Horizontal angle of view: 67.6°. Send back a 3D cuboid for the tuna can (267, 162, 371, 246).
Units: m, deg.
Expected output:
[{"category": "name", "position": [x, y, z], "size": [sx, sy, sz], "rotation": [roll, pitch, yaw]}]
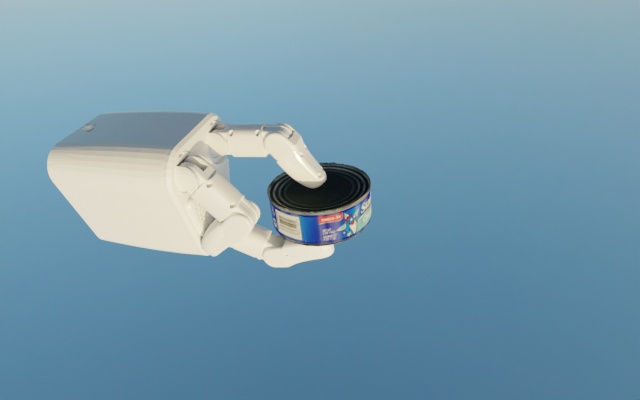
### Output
[{"category": "tuna can", "position": [0.000, 0.002, 0.401], "size": [0.086, 0.034, 0.086], "rotation": [-5, 30, 3]}]
